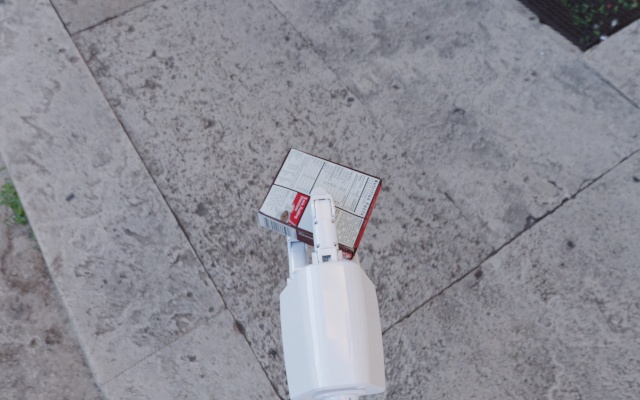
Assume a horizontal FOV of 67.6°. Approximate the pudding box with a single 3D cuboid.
[{"bbox_3d":[0.000,0.002,0.519,0.113,0.090,0.039,21,-24,9],"label":"pudding box"}]
